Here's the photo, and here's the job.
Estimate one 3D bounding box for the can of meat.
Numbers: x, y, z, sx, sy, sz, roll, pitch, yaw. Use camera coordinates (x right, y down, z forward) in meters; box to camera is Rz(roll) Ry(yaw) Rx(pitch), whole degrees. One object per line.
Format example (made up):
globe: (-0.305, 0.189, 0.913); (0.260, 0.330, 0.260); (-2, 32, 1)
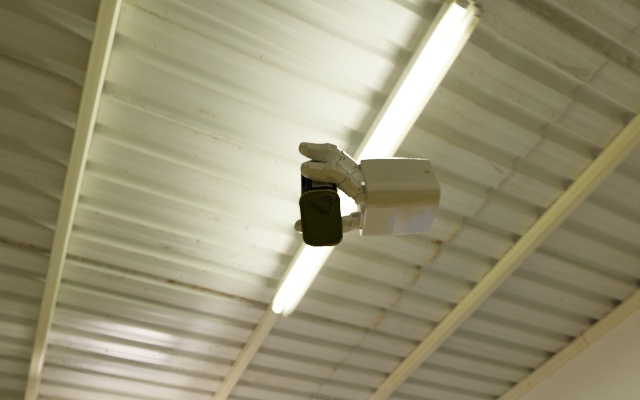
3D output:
can of meat: (0.000, 0.002, 0.690); (0.057, 0.102, 0.084); (-4, 38, 1)
